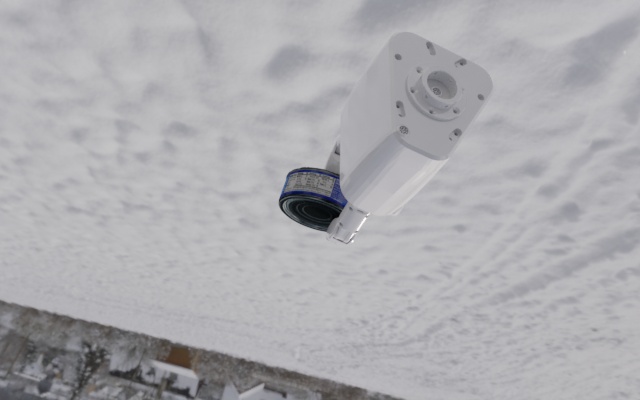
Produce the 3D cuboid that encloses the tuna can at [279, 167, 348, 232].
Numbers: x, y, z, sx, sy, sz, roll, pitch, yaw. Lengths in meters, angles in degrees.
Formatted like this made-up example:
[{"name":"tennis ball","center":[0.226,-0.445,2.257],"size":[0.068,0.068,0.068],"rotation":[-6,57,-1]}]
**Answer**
[{"name":"tuna can","center":[0.000,0.002,0.502],"size":[0.086,0.033,0.086],"rotation":[14,-24,7]}]
